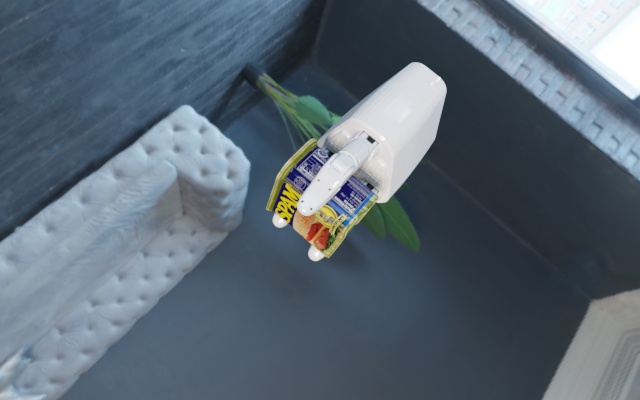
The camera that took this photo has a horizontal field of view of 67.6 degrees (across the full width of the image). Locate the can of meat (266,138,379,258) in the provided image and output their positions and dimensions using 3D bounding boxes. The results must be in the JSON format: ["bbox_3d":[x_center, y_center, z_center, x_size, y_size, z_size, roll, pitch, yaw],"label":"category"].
[{"bbox_3d":[0.000,0.002,0.474,0.057,0.084,0.102,-47,-6,-28],"label":"can of meat"}]
